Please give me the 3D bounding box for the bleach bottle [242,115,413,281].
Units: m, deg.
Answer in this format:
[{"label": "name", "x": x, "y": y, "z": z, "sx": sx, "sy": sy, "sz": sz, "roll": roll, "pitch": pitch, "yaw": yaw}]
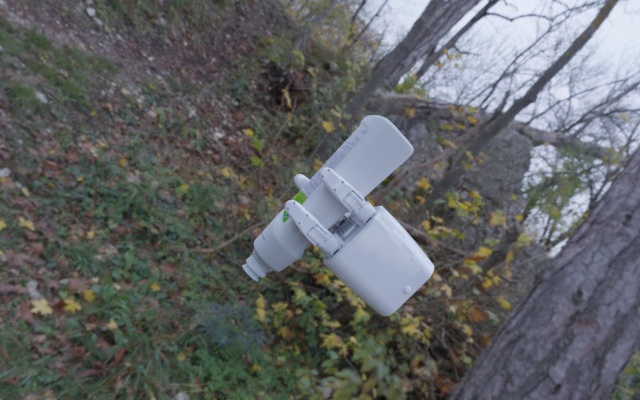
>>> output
[{"label": "bleach bottle", "x": 0.000, "y": 0.002, "z": 0.604, "sx": 0.068, "sy": 0.251, "sz": 0.102, "roll": 45, "pitch": 1, "yaw": -12}]
